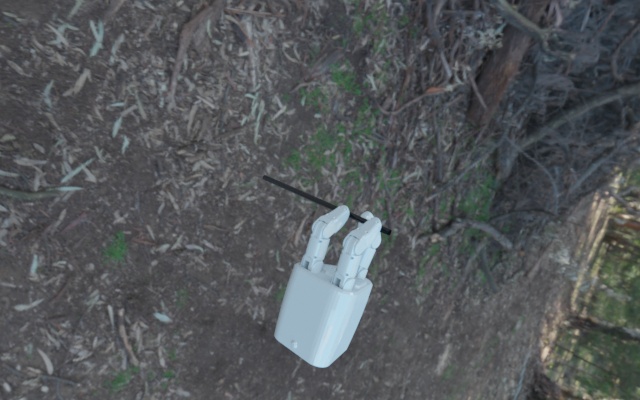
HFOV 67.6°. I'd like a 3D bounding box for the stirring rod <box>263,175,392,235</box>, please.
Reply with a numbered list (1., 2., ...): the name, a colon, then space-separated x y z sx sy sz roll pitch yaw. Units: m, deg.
1. stirring rod: 0.000 0.002 0.682 0.239 0.011 0.011 24 15 36
